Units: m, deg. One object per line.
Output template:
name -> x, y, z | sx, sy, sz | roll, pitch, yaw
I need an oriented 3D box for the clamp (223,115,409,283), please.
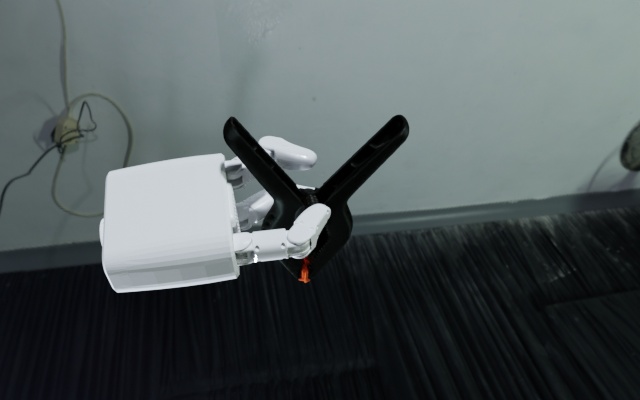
clamp -> 0.000, 0.003, 0.473 | 0.164, 0.210, 0.036 | -7, 42, -7
